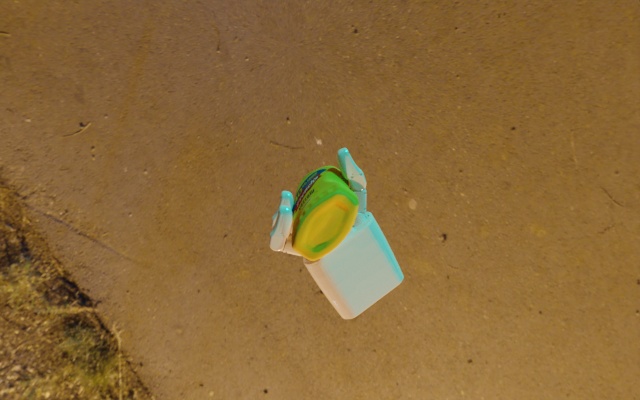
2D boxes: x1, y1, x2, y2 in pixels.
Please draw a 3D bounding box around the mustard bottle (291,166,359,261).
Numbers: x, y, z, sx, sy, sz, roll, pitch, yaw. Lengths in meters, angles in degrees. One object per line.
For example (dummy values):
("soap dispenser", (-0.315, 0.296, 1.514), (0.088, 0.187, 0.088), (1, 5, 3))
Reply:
("mustard bottle", (0.000, 0.002, 0.642), (0.058, 0.096, 0.191), (33, 13, -13))
